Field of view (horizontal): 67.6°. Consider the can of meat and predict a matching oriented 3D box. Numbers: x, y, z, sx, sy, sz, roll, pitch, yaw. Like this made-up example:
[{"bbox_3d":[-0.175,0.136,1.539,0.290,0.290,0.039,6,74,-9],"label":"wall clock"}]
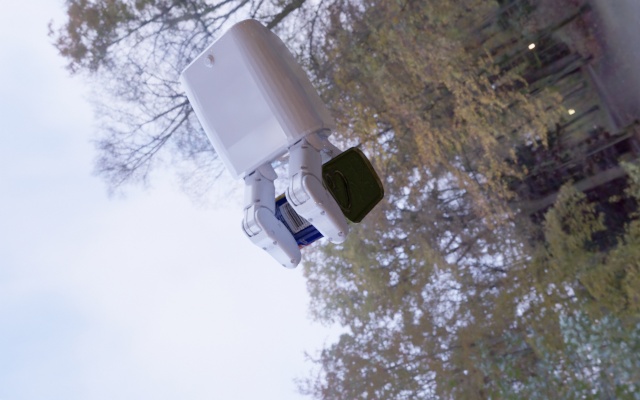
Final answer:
[{"bbox_3d":[0.000,0.002,0.441,0.084,0.057,0.102,-30,4,30],"label":"can of meat"}]
